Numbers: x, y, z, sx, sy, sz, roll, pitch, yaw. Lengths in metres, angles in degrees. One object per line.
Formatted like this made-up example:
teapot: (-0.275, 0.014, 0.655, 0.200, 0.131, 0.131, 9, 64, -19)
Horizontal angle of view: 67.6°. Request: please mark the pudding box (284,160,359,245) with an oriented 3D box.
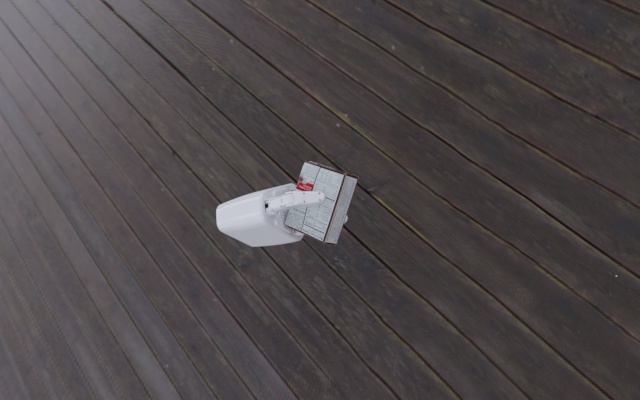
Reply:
pudding box: (0.000, 0.002, 0.743, 0.090, 0.113, 0.039, 22, 7, 38)
